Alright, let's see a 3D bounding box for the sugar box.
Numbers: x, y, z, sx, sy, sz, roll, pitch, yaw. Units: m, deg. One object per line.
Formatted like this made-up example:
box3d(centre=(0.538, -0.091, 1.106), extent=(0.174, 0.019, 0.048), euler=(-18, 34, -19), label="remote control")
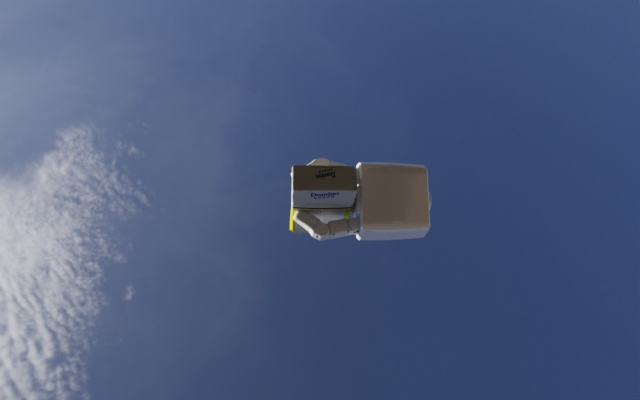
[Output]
box3d(centre=(0.000, 0.002, 0.740), extent=(0.093, 0.048, 0.176), euler=(0, -26, -5), label="sugar box")
